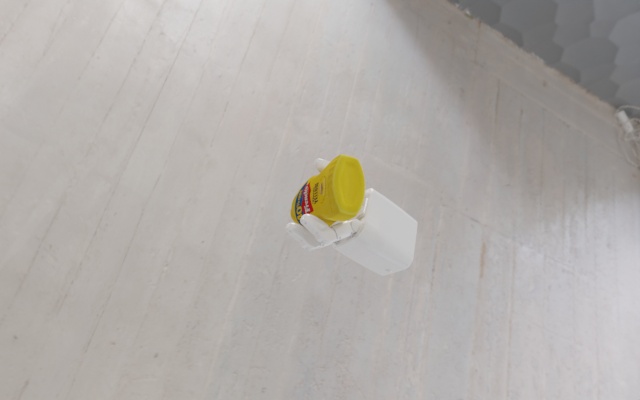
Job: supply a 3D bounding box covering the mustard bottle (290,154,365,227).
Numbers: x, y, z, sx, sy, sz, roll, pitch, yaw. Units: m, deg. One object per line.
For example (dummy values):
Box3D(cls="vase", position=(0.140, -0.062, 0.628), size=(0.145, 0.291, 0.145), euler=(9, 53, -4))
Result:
Box3D(cls="mustard bottle", position=(0.000, 0.002, 0.774), size=(0.058, 0.096, 0.192), euler=(10, -21, -25))
